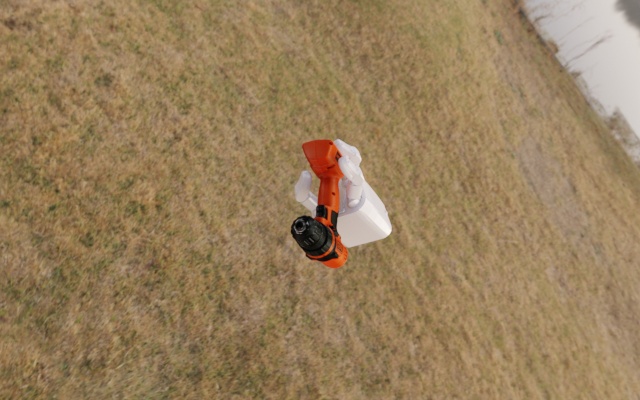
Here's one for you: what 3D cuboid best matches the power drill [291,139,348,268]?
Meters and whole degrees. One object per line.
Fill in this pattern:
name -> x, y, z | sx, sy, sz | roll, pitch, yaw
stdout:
power drill -> 0.000, 0.002, 0.756 | 0.057, 0.187, 0.184 | -3, -21, 16
